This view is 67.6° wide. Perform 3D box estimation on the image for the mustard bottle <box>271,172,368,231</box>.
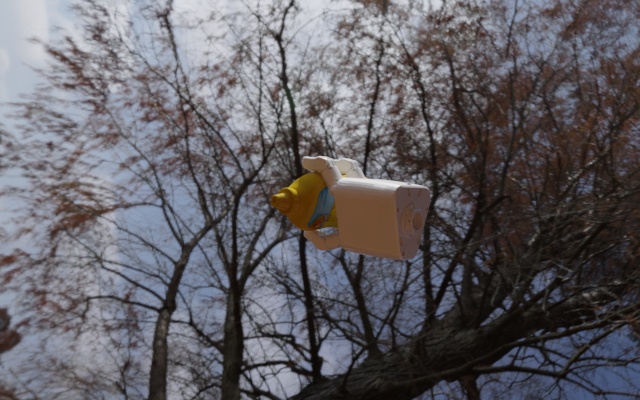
[{"bbox_3d":[0.000,0.002,0.761,0.191,0.096,0.058,0,30,-46],"label":"mustard bottle"}]
